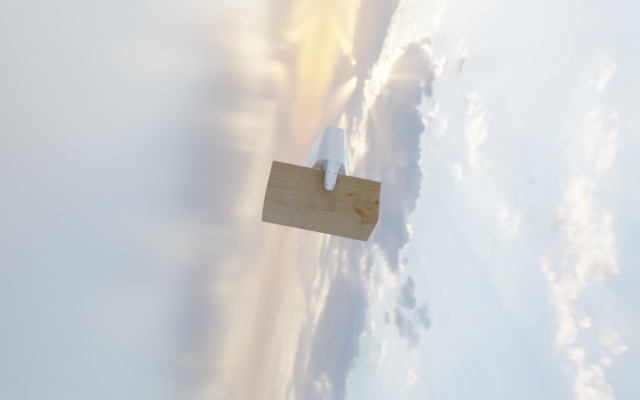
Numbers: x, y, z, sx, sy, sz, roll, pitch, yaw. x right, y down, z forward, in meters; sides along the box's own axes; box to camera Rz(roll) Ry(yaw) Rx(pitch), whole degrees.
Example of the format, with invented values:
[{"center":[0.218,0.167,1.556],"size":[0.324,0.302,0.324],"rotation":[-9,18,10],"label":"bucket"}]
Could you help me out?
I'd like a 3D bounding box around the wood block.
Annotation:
[{"center":[0.000,0.002,0.897],"size":[0.206,0.090,0.091],"rotation":[11,-30,-4],"label":"wood block"}]
